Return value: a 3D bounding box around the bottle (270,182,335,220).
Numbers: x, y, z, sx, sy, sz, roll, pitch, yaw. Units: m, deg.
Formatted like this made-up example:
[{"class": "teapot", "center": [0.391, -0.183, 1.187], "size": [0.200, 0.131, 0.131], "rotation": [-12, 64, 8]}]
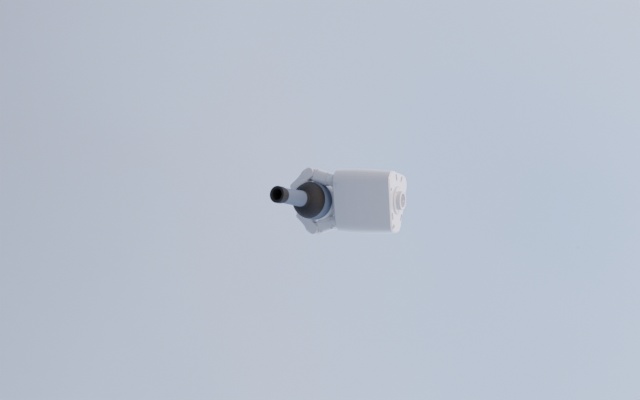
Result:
[{"class": "bottle", "center": [0.000, 0.003, 0.883], "size": [0.069, 0.069, 0.296], "rotation": [0, -5, 28]}]
